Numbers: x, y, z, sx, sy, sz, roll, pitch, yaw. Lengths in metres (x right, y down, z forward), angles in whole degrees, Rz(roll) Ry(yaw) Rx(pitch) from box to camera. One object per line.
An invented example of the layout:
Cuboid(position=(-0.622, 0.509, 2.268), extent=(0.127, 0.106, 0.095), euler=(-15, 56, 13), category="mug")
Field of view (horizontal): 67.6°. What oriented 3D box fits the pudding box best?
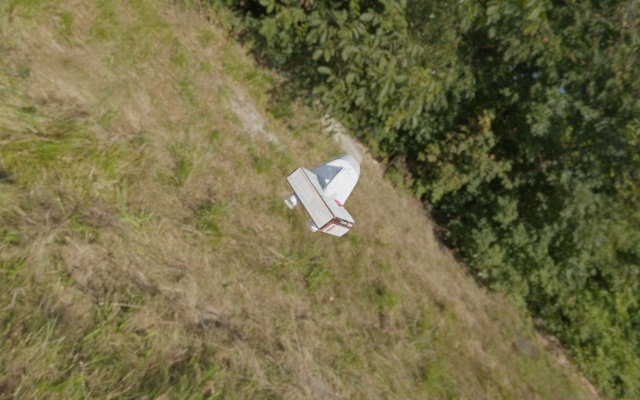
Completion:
Cuboid(position=(0.000, 0.003, 0.796), extent=(0.039, 0.113, 0.090), euler=(-42, -24, 14), category="pudding box")
